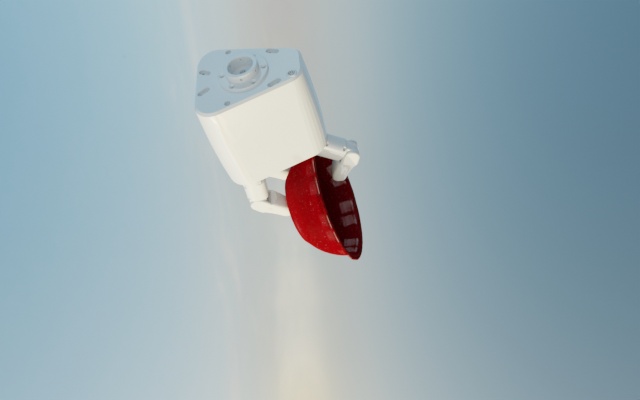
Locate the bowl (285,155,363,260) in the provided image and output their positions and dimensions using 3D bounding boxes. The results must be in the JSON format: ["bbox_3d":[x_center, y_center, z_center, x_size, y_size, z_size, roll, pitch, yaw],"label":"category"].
[{"bbox_3d":[0.000,0.003,0.594,0.055,0.162,0.162,-18,-5,17],"label":"bowl"}]
